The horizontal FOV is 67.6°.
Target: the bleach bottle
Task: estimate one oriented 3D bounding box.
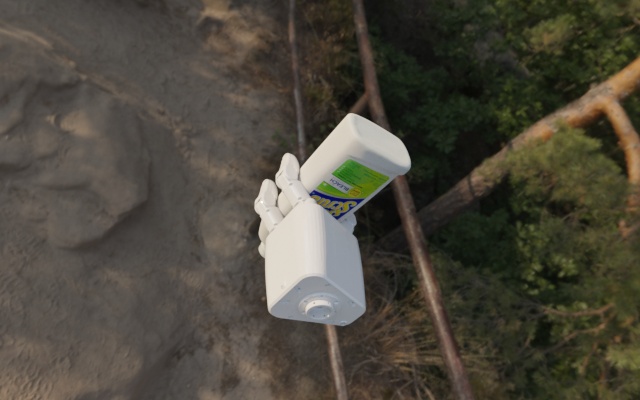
[{"bbox_3d":[0.000,0.002,0.646,0.102,0.068,0.251,24,-53,-27],"label":"bleach bottle"}]
